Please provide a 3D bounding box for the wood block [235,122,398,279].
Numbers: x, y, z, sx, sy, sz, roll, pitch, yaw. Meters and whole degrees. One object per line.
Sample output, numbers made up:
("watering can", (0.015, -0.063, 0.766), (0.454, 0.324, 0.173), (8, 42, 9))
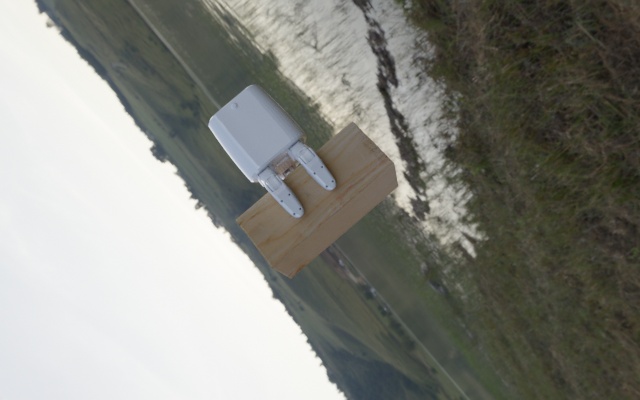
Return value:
("wood block", (0.000, 0.002, 0.664), (0.206, 0.090, 0.091), (-40, -21, -2))
